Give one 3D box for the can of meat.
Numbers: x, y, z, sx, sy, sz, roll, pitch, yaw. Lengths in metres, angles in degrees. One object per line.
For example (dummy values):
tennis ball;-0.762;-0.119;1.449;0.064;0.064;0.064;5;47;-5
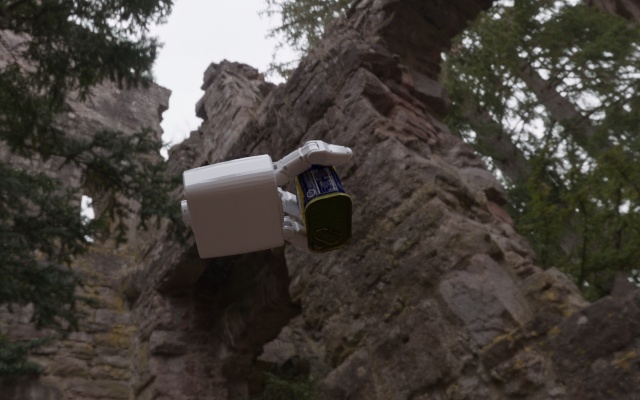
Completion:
can of meat;0.000;0.002;0.604;0.057;0.084;0.102;-13;-42;-8
